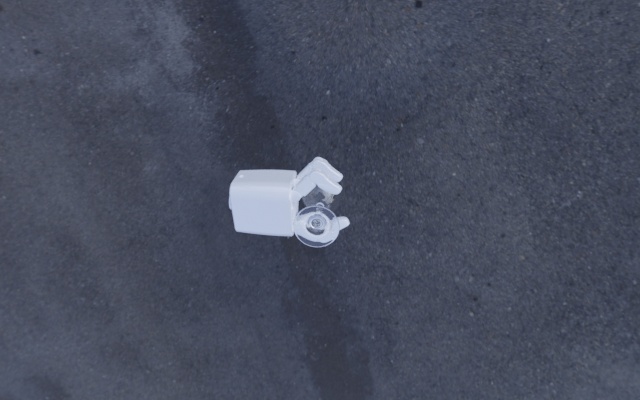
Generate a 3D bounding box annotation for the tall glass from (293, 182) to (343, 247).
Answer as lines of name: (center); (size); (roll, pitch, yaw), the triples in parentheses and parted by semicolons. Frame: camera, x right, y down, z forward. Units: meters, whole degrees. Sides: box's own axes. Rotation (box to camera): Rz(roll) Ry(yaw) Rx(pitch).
tall glass: (0.000, 0.003, 0.850); (0.079, 0.079, 0.201); (0, 23, 5)
